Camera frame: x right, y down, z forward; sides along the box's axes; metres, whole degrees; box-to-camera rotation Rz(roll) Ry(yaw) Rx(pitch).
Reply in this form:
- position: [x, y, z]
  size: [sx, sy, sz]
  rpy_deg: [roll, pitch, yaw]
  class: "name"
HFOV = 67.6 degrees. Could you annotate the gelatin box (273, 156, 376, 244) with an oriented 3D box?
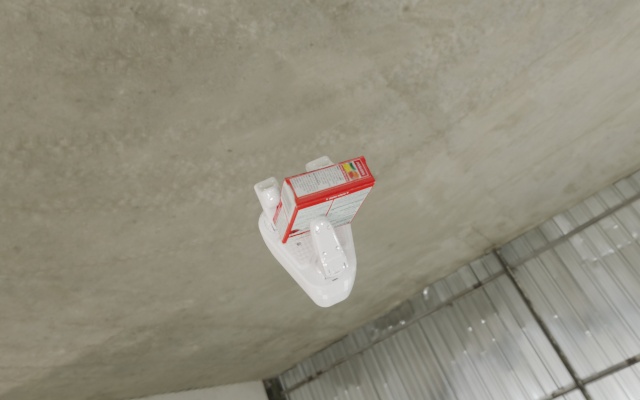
- position: [0.000, 0.002, 0.422]
  size: [0.073, 0.030, 0.089]
  rpy_deg: [-17, -20, -19]
  class: "gelatin box"
